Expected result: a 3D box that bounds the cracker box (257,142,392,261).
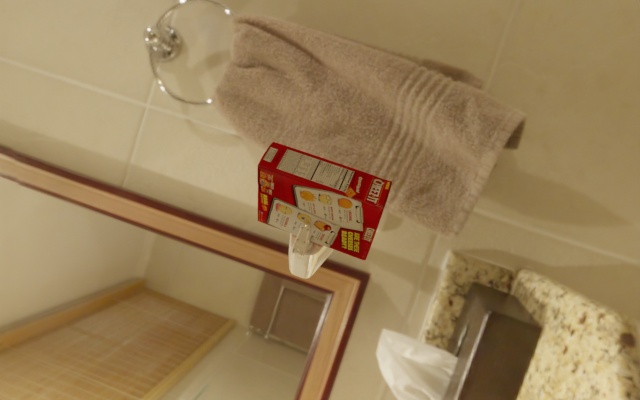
[{"bbox_3d":[0.000,0.003,0.826,0.213,0.072,0.164,19,-36,7],"label":"cracker box"}]
